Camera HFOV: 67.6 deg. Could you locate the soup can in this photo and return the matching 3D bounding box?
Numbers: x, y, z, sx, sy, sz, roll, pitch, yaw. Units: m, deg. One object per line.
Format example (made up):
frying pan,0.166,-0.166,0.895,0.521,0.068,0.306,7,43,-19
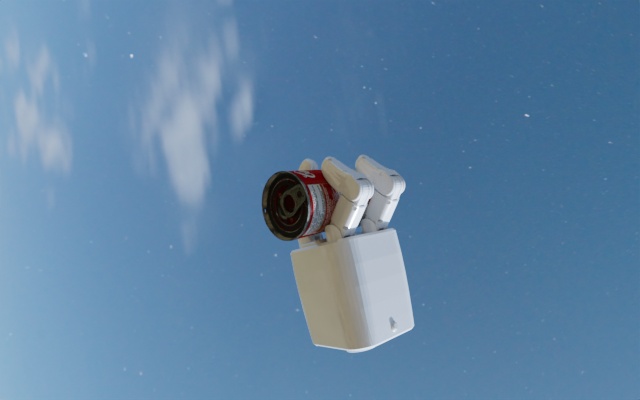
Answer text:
soup can,0.000,0.001,0.494,0.068,0.068,0.102,0,4,44
